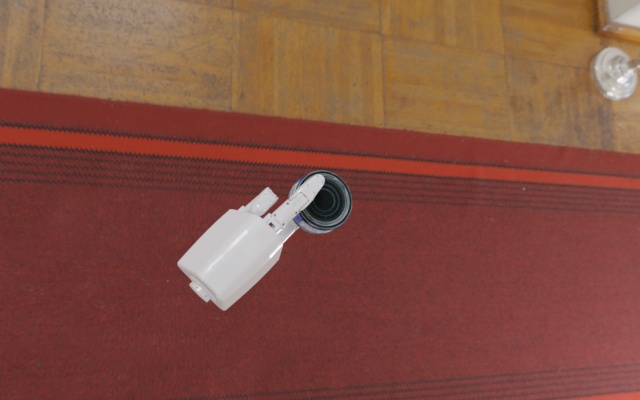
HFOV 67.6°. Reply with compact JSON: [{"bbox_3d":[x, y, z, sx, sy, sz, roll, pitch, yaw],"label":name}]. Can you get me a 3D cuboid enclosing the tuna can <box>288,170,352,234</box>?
[{"bbox_3d":[0.000,0.002,0.662,0.086,0.086,0.034,0,-13,-22],"label":"tuna can"}]
